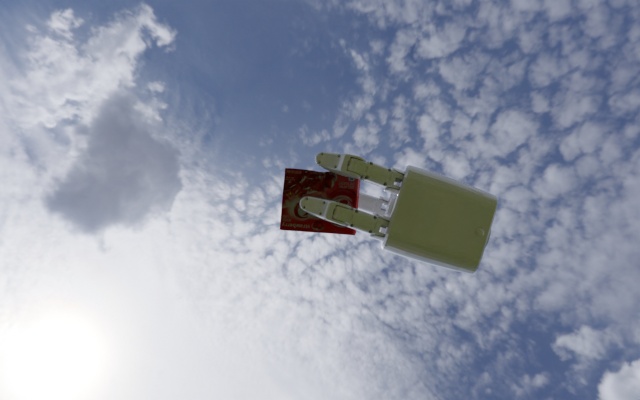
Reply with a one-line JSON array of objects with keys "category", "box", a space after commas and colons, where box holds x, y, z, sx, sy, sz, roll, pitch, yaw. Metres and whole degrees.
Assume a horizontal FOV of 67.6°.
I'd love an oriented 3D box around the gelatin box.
[{"category": "gelatin box", "box": [0.000, 0.002, 0.560, 0.089, 0.073, 0.030, 4, -3, 8]}]
